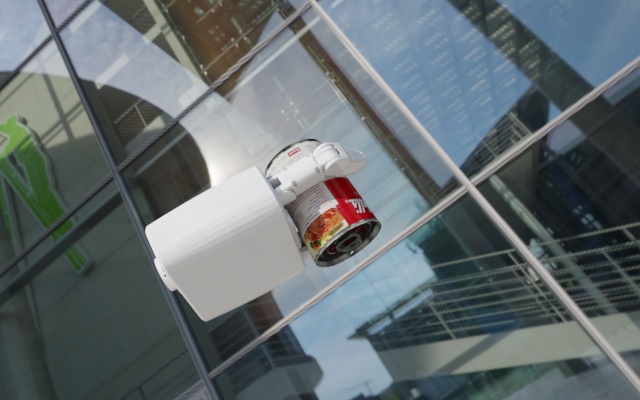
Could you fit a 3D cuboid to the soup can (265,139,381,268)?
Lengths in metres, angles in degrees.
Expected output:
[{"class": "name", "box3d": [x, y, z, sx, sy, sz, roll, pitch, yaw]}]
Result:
[{"class": "soup can", "box3d": [0.000, 0.001, 0.443, 0.068, 0.102, 0.068, -27, -25, -14]}]
